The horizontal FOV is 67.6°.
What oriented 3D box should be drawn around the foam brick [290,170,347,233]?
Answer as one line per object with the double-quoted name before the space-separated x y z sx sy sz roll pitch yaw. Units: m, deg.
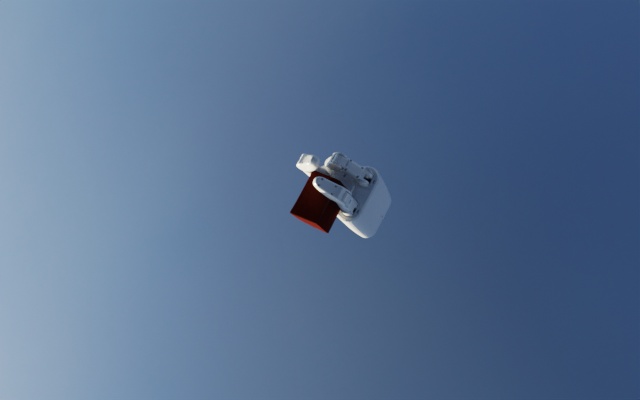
"foam brick" 0.000 0.003 0.740 0.053 0.078 0.051 24 -11 28
